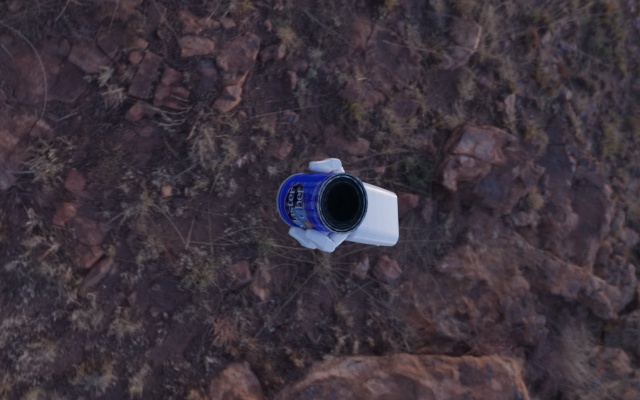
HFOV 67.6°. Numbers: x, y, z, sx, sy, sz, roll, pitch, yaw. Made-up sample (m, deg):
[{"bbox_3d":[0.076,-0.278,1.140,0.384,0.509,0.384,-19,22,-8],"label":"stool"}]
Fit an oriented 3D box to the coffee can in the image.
[{"bbox_3d":[0.000,0.003,0.835,0.103,0.103,0.140,0,2,-33],"label":"coffee can"}]
